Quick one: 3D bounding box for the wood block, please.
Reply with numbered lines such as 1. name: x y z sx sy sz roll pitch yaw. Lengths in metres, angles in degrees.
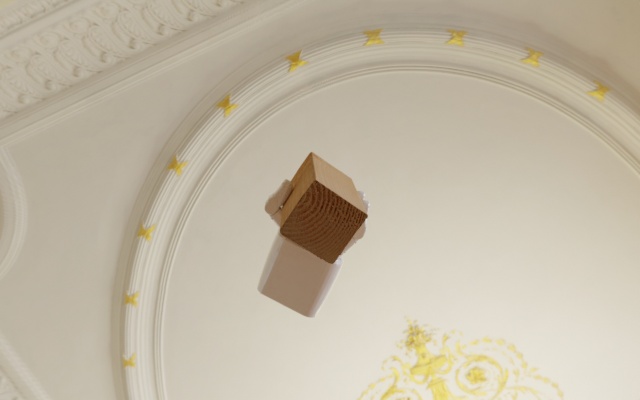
1. wood block: 0.000 0.003 0.734 0.091 0.090 0.206 33 12 -11
